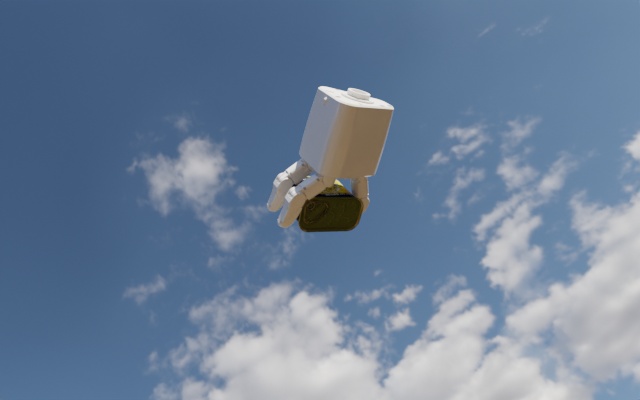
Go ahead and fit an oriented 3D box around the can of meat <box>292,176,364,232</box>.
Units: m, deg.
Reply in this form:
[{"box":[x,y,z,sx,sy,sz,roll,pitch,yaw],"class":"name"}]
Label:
[{"box":[0.000,0.002,0.728,0.102,0.057,0.084,0,27,-27],"class":"can of meat"}]
